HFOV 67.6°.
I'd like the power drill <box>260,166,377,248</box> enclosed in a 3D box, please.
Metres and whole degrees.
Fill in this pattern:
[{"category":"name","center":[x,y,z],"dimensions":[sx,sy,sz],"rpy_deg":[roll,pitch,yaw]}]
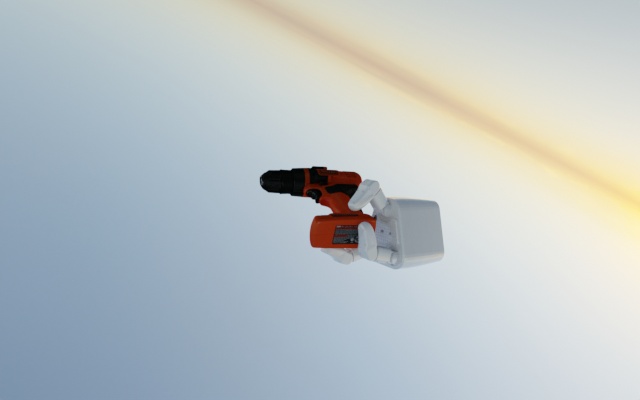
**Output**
[{"category":"power drill","center":[0.000,0.003,0.786],"dimensions":[0.184,0.057,0.187],"rpy_deg":[0,33,-15]}]
